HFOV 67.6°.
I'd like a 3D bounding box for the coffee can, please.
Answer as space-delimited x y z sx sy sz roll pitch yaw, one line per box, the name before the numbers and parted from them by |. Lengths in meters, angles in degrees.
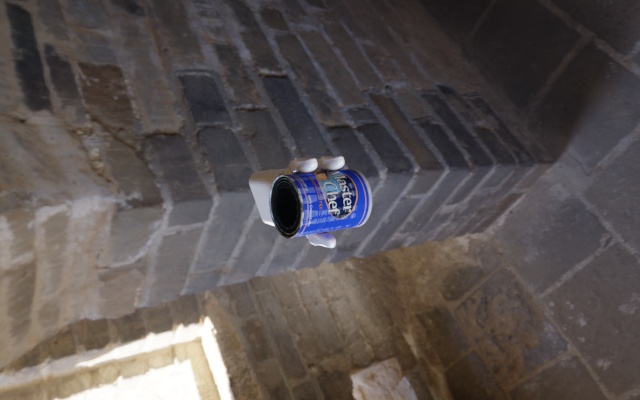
coffee can | 0.000 0.003 0.794 0.140 0.103 0.103 -7 4 -34
